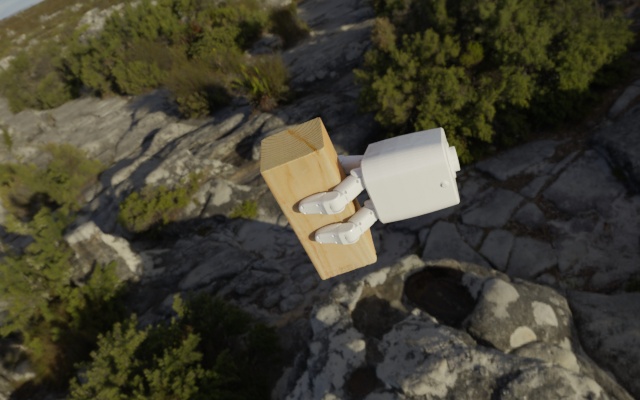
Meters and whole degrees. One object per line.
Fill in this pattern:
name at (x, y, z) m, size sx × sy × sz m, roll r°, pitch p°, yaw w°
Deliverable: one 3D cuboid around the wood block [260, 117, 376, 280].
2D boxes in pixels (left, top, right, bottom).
wood block at (0.000, 0.002, 0.677) m, size 0.090 × 0.206 × 0.090 m, roll -20°, pitch 34°, yaw 10°
